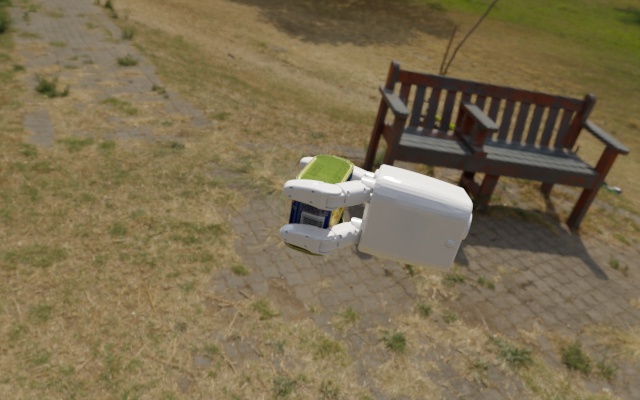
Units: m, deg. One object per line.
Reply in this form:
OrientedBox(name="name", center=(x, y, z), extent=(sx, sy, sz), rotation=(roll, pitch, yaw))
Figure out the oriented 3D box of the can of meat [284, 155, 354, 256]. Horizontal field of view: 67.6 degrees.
OrientedBox(name="can of meat", center=(0.000, 0.002, 0.568), extent=(0.057, 0.084, 0.102), rotation=(18, 31, 10))
